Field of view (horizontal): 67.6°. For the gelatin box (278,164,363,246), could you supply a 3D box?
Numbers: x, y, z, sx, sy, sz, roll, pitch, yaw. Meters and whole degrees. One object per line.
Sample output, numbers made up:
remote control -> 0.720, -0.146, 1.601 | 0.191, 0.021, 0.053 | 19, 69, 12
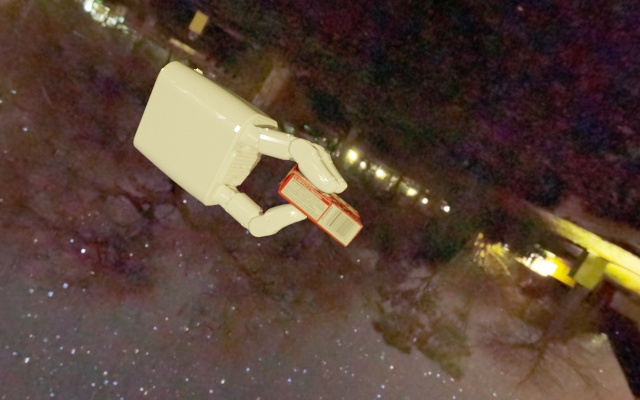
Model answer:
gelatin box -> 0.000, 0.002, 0.492 | 0.089, 0.030, 0.073 | 39, 8, -5
